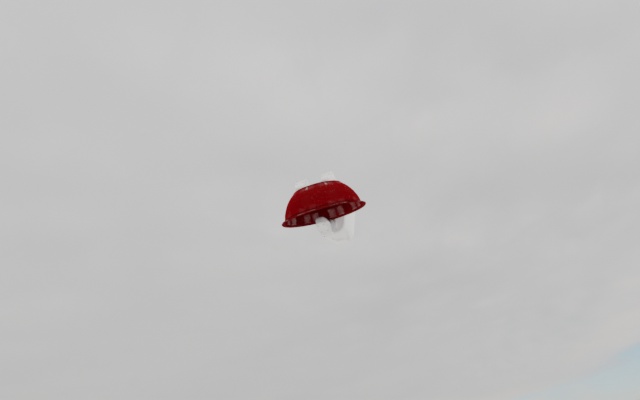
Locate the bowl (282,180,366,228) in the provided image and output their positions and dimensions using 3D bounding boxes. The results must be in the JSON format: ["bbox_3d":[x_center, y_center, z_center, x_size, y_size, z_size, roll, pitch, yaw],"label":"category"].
[{"bbox_3d":[0.000,0.002,0.889,0.162,0.055,0.162,-15,-11,-3],"label":"bowl"}]
